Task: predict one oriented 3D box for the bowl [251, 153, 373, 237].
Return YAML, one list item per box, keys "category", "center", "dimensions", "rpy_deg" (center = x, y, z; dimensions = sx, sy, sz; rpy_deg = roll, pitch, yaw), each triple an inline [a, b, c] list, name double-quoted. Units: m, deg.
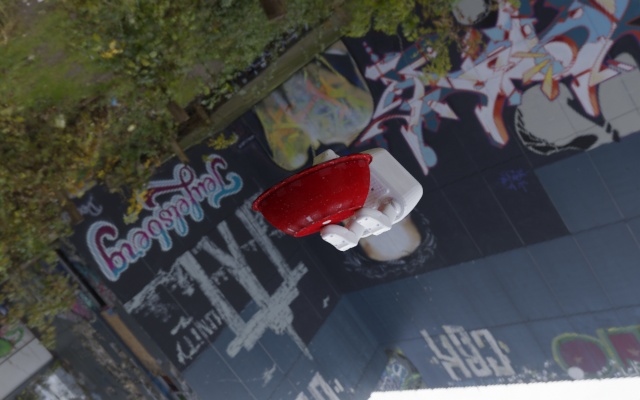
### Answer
- category: "bowl"
  center: [-0.001, 0.003, 0.588]
  dimensions: [0.162, 0.055, 0.162]
  rpy_deg: [-22, -10, -4]
